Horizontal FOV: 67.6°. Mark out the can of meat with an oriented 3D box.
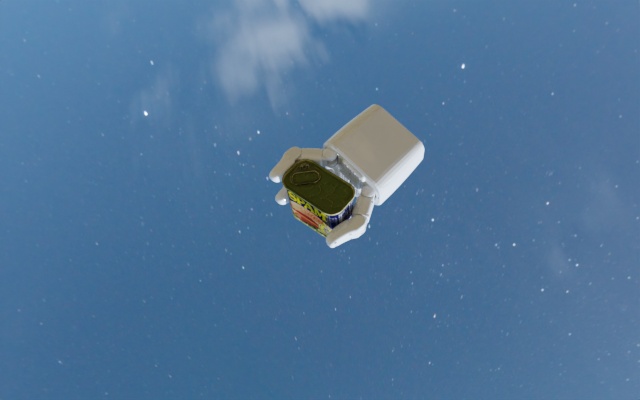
[{"bbox_3d":[0.000,0.002,0.675,0.102,0.057,0.084,33,-24,23],"label":"can of meat"}]
